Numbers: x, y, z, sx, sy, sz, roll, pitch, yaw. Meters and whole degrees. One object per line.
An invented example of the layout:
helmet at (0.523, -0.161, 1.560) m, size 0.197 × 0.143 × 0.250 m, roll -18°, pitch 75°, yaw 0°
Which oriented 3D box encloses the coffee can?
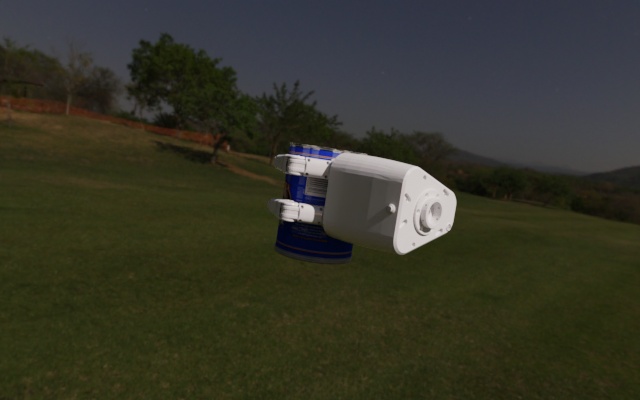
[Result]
coffee can at (0.000, 0.002, 0.622) m, size 0.103 × 0.140 × 0.103 m, roll 8°, pitch 5°, yaw -1°
